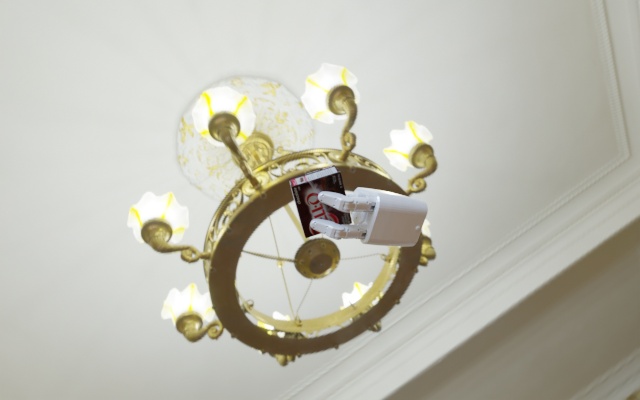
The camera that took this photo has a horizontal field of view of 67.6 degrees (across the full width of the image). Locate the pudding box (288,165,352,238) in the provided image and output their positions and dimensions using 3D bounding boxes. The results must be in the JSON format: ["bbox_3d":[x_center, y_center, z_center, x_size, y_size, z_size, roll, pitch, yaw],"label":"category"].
[{"bbox_3d":[0.000,0.003,0.847,0.090,0.113,0.039,-18,28,-6],"label":"pudding box"}]
